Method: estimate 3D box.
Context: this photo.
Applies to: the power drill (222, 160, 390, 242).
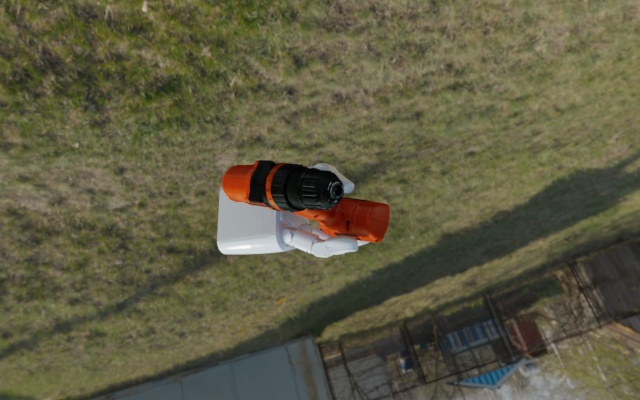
[{"bbox_3d":[0.000,0.002,0.574,0.184,0.057,0.188,8,-11,46],"label":"power drill"}]
